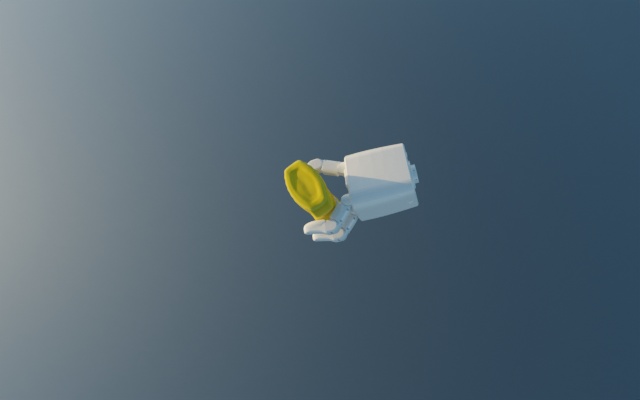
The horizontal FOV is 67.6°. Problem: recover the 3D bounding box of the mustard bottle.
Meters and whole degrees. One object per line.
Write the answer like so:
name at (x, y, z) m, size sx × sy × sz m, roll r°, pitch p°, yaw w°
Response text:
mustard bottle at (0.000, 0.003, 0.853) m, size 0.058 × 0.096 × 0.192 m, roll -37°, pitch -24°, yaw 2°
